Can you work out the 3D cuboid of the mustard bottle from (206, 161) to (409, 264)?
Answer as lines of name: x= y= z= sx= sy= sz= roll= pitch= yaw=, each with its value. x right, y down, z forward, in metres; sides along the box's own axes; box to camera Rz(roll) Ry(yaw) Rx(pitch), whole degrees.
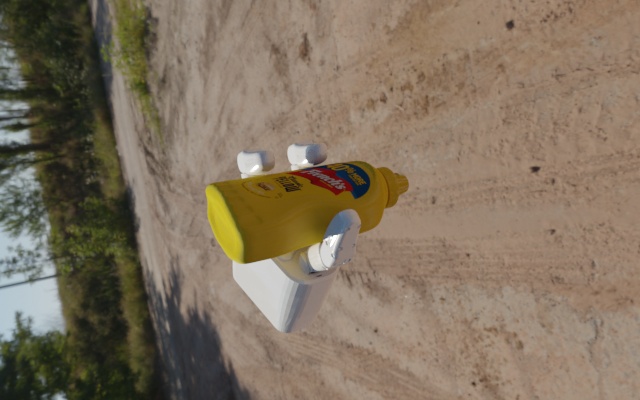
mustard bottle: x=0.000 y=0.001 z=0.439 sx=0.191 sy=0.058 sz=0.096 roll=-12 pitch=27 yaw=-26
